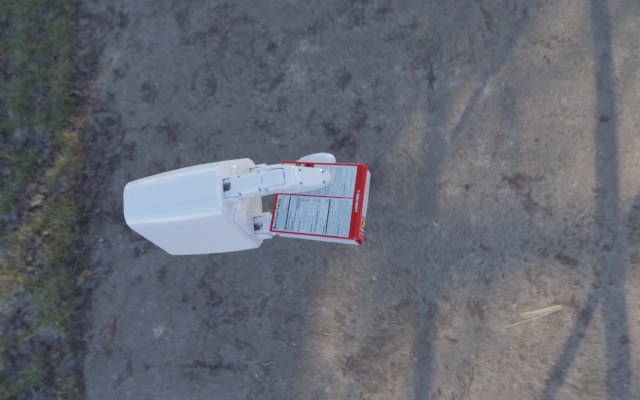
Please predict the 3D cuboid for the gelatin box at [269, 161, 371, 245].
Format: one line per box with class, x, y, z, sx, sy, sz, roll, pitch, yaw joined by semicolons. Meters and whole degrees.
gelatin box;0.000;0.001;0.463;0.089;0.073;0.030;4;-14;19
